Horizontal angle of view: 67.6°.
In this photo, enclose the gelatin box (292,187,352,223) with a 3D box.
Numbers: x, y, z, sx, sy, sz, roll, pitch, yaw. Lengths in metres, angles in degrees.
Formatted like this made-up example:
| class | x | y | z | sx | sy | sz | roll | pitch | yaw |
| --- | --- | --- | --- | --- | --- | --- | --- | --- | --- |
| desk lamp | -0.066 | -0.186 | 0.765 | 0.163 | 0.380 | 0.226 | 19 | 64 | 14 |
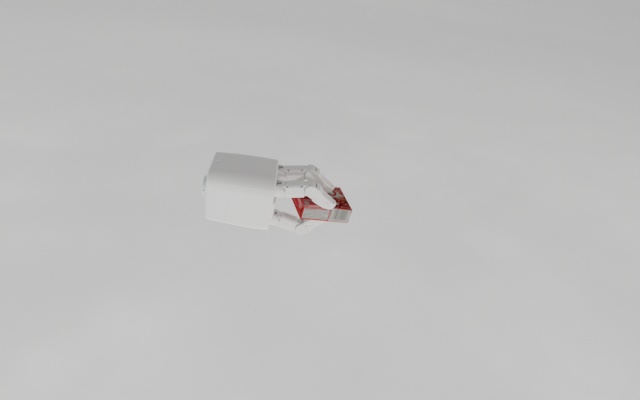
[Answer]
| class | x | y | z | sx | sy | sz | roll | pitch | yaw |
| --- | --- | --- | --- | --- | --- | --- | --- | --- | --- |
| gelatin box | 0.000 | 0.003 | 0.802 | 0.089 | 0.030 | 0.073 | 6 | 30 | -20 |
